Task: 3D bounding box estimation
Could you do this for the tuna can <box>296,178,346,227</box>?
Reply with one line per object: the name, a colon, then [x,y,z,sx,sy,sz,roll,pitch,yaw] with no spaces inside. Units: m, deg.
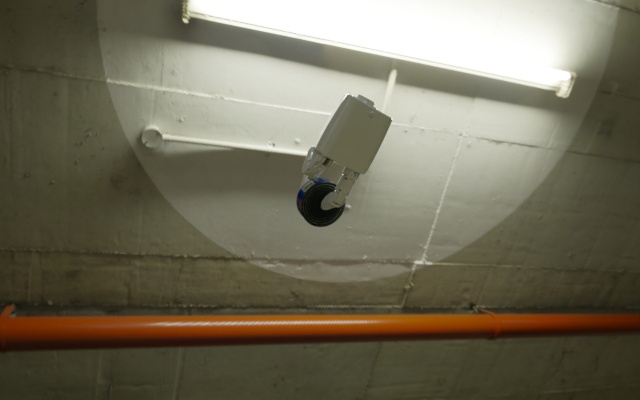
tuna can: [0.000,0.003,0.870,0.086,0.086,0.033,0,18,-21]
